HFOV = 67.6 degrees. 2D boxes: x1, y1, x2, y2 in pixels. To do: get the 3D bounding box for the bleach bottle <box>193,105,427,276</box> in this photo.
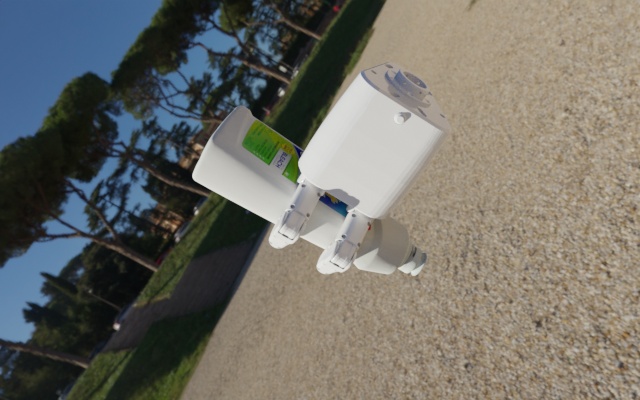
[{"bbox_3d":[0.000,0.002,0.501,0.251,0.068,0.102,30,32,-8],"label":"bleach bottle"}]
